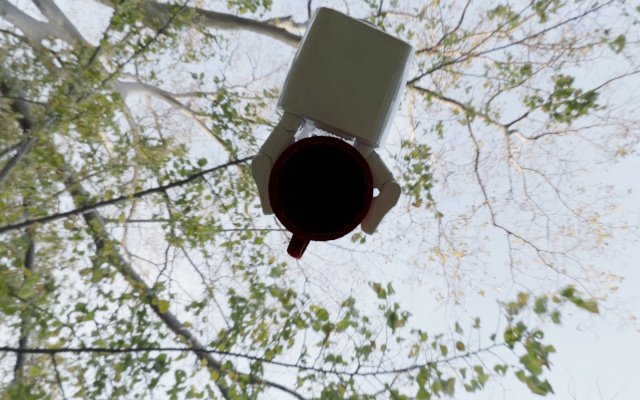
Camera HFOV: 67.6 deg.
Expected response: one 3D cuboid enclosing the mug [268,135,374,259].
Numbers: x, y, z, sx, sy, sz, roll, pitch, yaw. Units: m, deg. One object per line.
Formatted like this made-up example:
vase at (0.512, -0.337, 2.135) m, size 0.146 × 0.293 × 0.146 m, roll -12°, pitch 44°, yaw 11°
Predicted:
mug at (0.000, 0.003, 0.454) m, size 0.093 × 0.117 × 0.081 m, roll 23°, pitch 2°, yaw 7°
